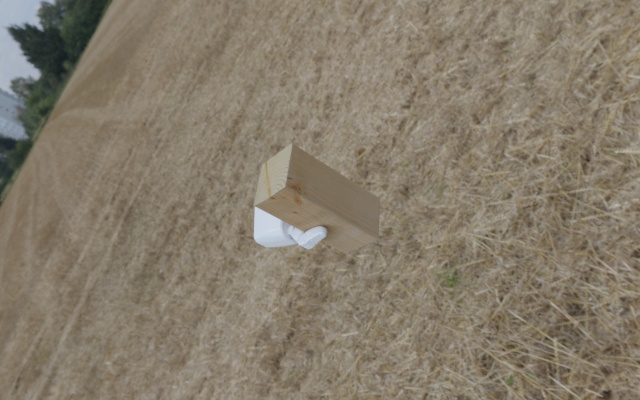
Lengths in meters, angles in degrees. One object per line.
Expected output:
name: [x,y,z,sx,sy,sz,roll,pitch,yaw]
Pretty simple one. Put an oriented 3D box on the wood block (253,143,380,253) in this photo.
wood block: [0.000,0.003,0.826,0.206,0.090,0.090,29,-39,-30]
